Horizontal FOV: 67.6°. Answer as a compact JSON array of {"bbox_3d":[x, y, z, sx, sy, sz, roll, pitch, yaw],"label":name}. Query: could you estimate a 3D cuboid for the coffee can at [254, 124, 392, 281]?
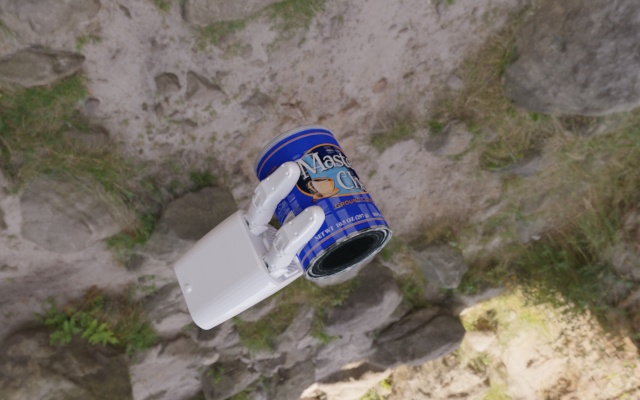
[{"bbox_3d":[0.000,0.002,0.528,0.103,0.140,0.103,-23,-25,-12],"label":"coffee can"}]
